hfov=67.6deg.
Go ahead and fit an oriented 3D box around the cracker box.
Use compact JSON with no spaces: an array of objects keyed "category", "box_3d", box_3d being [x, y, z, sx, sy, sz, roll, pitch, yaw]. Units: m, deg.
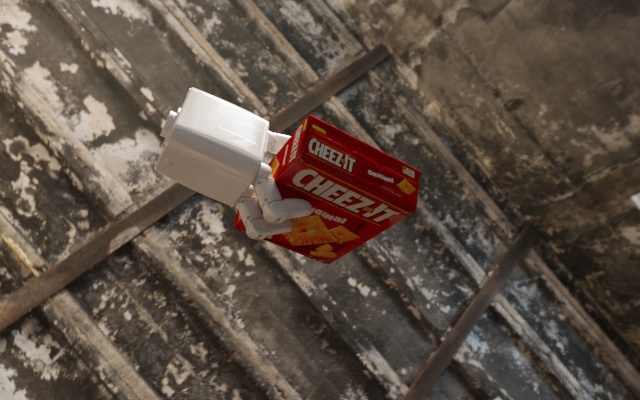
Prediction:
[{"category":"cracker box","box_3d":[0.000,0.002,0.636,0.164,0.072,0.214,24,-34,-20]}]
